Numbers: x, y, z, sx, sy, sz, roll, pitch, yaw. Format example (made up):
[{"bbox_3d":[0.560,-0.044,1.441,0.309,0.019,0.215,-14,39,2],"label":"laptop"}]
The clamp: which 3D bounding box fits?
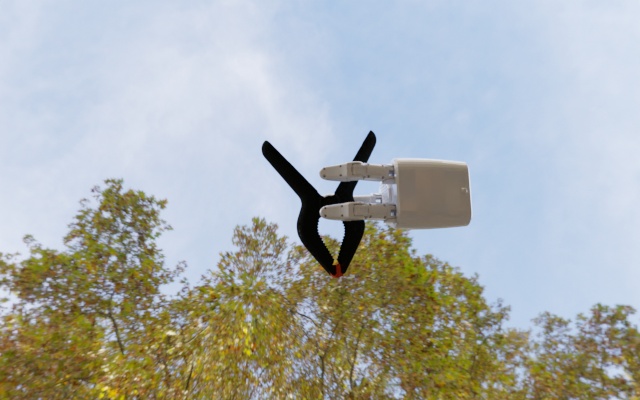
[{"bbox_3d":[0.000,0.003,0.666,0.164,0.210,0.036,0,-10,-5],"label":"clamp"}]
